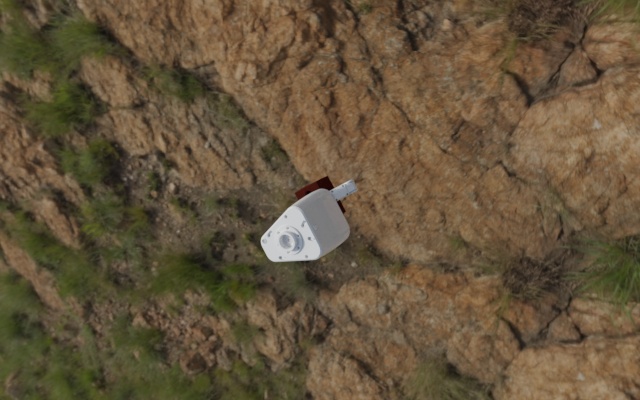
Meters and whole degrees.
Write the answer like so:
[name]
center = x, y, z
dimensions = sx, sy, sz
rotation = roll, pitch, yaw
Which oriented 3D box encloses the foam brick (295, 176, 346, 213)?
[foam brick]
center = 0.000, 0.003, 0.871
dimensions = 0.053, 0.078, 0.051
rotation = -27, 1, 29
